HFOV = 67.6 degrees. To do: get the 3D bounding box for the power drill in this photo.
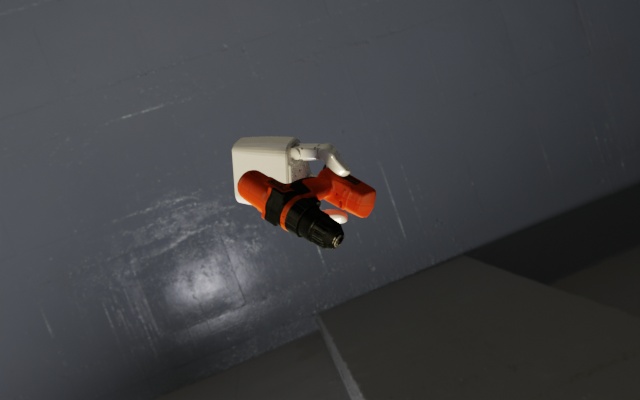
[{"bbox_3d":[0.000,0.002,0.696,0.184,0.057,0.187,32,25,31],"label":"power drill"}]
